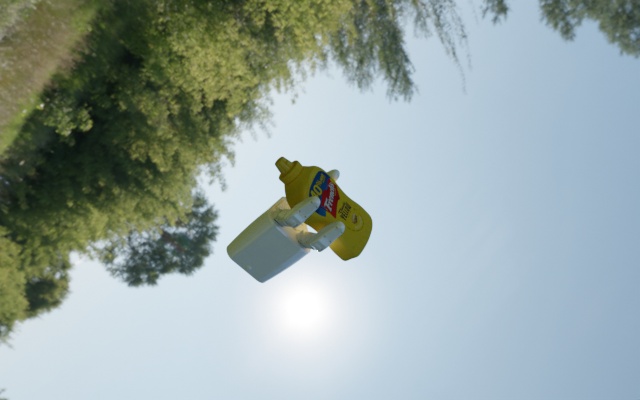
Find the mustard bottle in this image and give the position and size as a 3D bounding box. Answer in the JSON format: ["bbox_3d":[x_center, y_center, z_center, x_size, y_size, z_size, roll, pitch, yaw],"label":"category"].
[{"bbox_3d":[0.001,0.002,0.751,0.192,0.096,0.058,44,-44,-20],"label":"mustard bottle"}]
